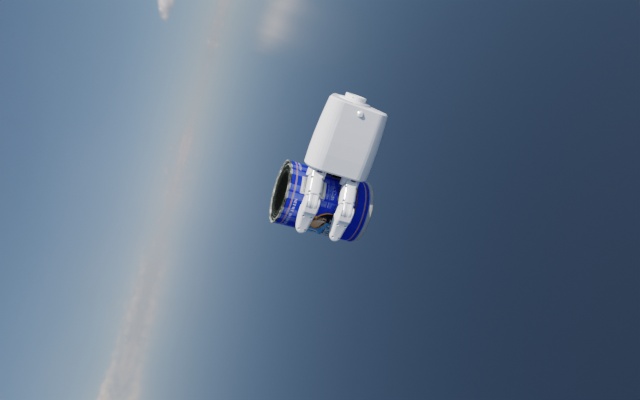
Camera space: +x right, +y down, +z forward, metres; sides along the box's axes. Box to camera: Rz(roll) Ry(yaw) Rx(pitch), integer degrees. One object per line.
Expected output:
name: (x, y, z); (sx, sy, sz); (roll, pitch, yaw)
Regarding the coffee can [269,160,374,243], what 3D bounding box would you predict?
coffee can: (0.000, 0.003, 0.767); (0.140, 0.103, 0.103); (15, -5, -17)
